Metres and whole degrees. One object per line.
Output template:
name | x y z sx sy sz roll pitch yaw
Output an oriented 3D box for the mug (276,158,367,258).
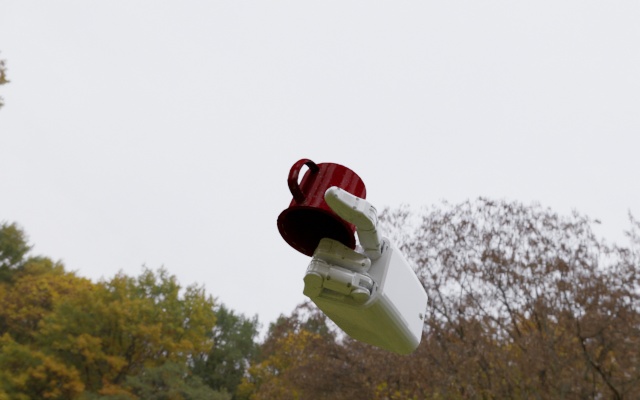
mug | -0.001 0.001 0.548 0.093 0.081 0.117 -13 -51 35
